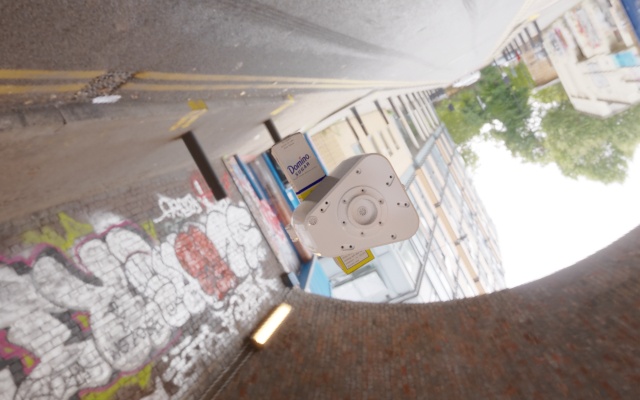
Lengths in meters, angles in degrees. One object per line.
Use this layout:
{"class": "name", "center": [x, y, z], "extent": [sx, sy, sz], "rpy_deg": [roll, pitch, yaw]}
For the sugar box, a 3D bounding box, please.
{"class": "sugar box", "center": [0.001, 0.002, 0.599], "extent": [0.048, 0.176, 0.093], "rpy_deg": [-29, 4, -5]}
